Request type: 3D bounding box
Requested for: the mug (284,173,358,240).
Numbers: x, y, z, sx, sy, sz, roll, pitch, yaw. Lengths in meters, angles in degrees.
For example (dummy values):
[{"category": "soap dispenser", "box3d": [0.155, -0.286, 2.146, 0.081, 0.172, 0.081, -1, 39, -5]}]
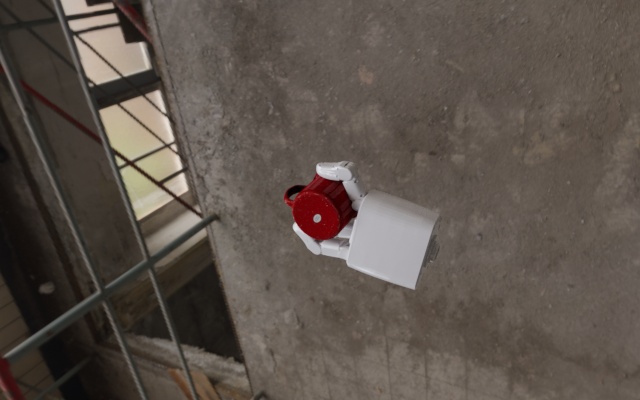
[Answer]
[{"category": "mug", "box3d": [-0.001, 0.002, 0.709, 0.117, 0.093, 0.081, 18, 34, 21]}]
